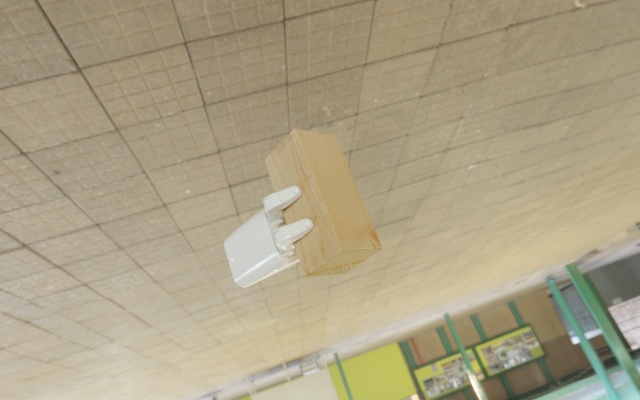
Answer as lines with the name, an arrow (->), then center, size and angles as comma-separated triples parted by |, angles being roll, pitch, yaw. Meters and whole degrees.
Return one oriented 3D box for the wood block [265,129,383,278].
wood block -> 0.000, 0.003, 0.733 | 0.091, 0.206, 0.090 | 2, -32, -44
